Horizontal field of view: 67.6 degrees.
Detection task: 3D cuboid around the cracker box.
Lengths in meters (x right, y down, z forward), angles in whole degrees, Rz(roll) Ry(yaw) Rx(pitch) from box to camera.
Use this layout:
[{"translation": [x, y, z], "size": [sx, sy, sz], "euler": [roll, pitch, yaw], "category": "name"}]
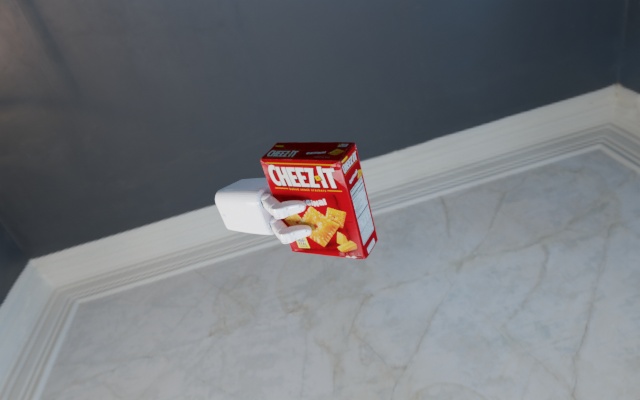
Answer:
[{"translation": [0.000, 0.003, 0.871], "size": [0.164, 0.214, 0.072], "euler": [4, 37, 29], "category": "cracker box"}]
